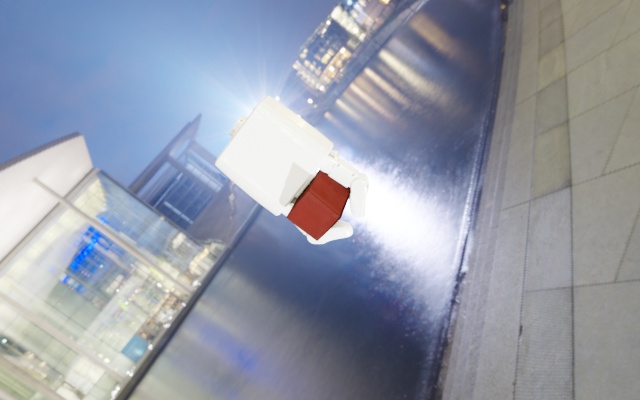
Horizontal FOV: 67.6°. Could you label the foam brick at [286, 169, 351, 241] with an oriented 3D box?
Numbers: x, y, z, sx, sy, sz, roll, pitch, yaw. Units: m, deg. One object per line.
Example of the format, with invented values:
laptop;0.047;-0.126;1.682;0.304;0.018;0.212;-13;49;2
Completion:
foam brick;0.000;0.002;0.603;0.051;0.053;0.078;38;32;-7
